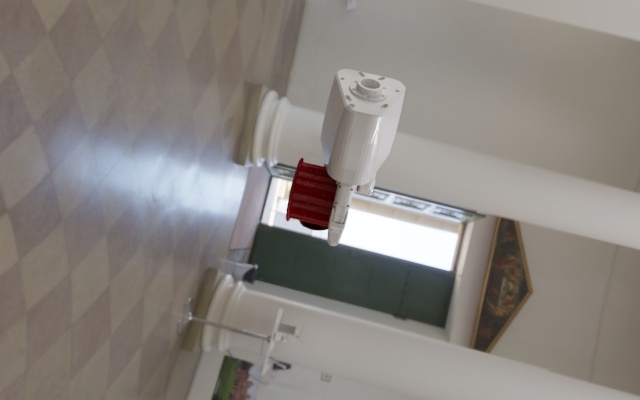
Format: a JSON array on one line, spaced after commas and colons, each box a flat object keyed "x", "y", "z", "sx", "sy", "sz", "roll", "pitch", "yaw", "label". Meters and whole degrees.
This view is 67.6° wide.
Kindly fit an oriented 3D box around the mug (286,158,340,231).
[{"x": 0.000, "y": 0.003, "z": 0.685, "sx": 0.081, "sy": 0.117, "sz": 0.093, "roll": 13, "pitch": 42, "yaw": 3, "label": "mug"}]
